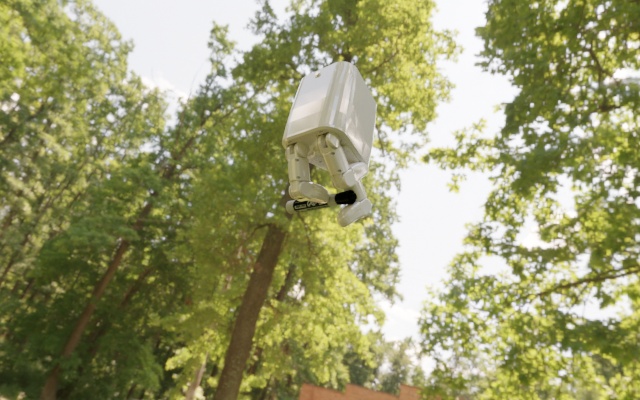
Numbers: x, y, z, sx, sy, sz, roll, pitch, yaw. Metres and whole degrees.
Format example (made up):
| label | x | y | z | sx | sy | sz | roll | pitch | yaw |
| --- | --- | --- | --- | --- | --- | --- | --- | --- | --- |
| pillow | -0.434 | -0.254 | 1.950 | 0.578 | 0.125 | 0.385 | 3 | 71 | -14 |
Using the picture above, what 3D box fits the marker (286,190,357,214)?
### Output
| label | x | y | z | sx | sy | sz | roll | pitch | yaw |
| --- | --- | --- | --- | --- | --- | --- | --- | --- | --- |
| marker | 0.000 | 0.002 | 0.654 | 0.121 | 0.020 | 0.020 | -10 | -7 | 42 |
